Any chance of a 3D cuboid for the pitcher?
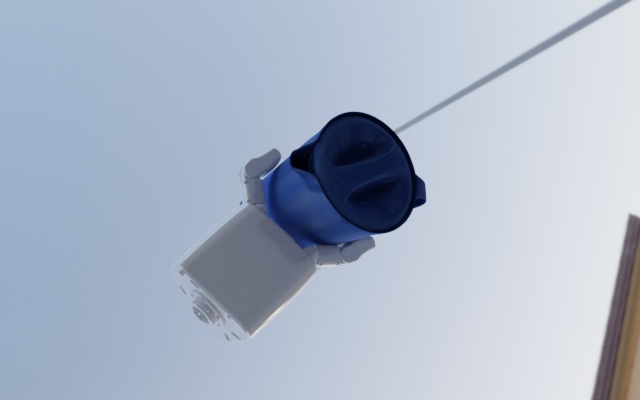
[{"bbox_3d":[0.000,0.002,0.591,0.145,0.149,0.243,-44,10,-34],"label":"pitcher"}]
